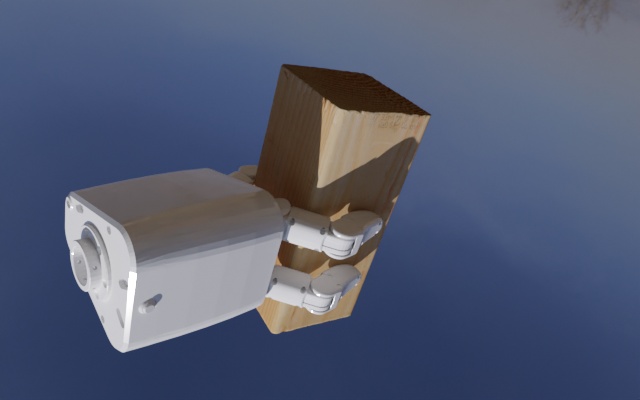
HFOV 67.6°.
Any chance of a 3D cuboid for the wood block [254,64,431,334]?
[{"bbox_3d":[0.000,0.001,0.410,0.090,0.206,0.090,-4,35,-35],"label":"wood block"}]
